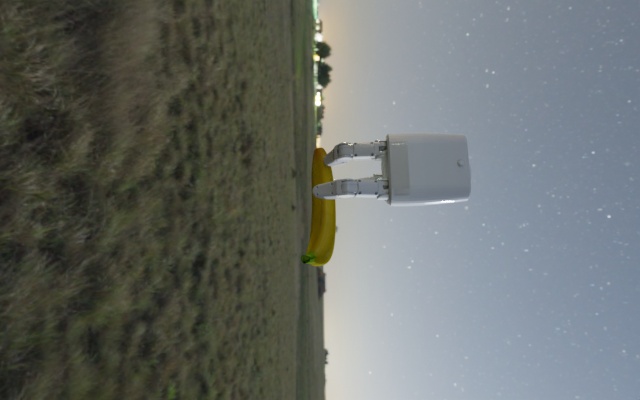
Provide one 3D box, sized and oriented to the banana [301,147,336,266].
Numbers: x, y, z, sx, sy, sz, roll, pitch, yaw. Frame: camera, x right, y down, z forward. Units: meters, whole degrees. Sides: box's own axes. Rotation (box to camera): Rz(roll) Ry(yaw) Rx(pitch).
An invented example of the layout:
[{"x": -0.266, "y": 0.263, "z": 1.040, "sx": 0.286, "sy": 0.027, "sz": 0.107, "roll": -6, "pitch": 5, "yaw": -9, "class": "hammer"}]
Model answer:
[{"x": 0.002, "y": 0.016, "z": 0.672, "sx": 0.037, "sy": 0.197, "sz": 0.070, "roll": -2, "pitch": -38, "yaw": 7, "class": "banana"}]
